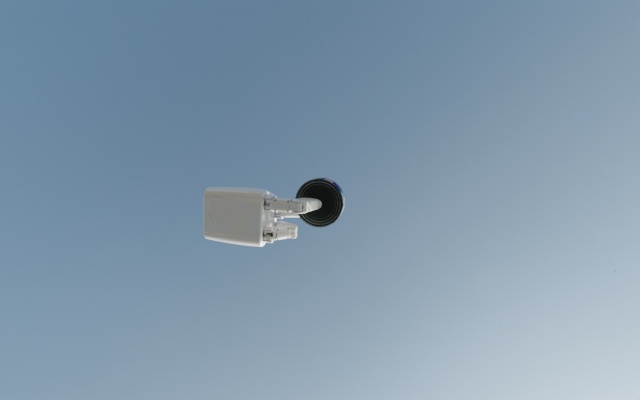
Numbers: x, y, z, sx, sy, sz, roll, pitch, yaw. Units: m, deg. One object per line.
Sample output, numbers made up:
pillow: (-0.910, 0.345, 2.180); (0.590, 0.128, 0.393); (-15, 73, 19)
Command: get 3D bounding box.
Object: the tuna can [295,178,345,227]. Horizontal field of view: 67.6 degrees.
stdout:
tuna can: (0.000, 0.003, 0.845); (0.086, 0.086, 0.033); (0, 7, 12)
